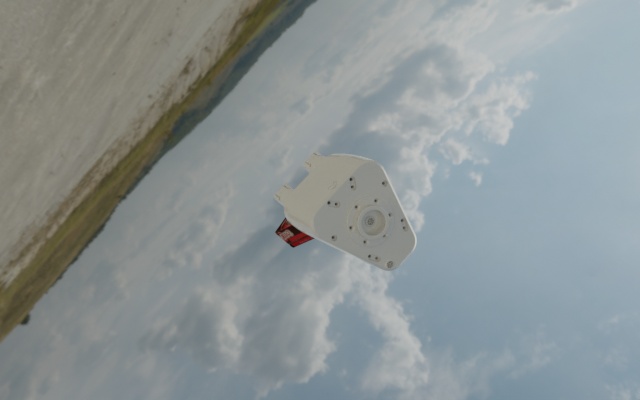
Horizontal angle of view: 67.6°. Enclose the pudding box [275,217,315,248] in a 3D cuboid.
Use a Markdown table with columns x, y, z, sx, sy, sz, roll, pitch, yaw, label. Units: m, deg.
| x | y | z | sx | sy | sz | roll | pitch | yaw | label |
| --- | --- | --- | --- | --- | --- | --- | --- | --- | --- |
| 0.000 | 0.002 | 0.617 | 0.090 | 0.039 | 0.113 | -27 | 22 | 53 | pudding box |
